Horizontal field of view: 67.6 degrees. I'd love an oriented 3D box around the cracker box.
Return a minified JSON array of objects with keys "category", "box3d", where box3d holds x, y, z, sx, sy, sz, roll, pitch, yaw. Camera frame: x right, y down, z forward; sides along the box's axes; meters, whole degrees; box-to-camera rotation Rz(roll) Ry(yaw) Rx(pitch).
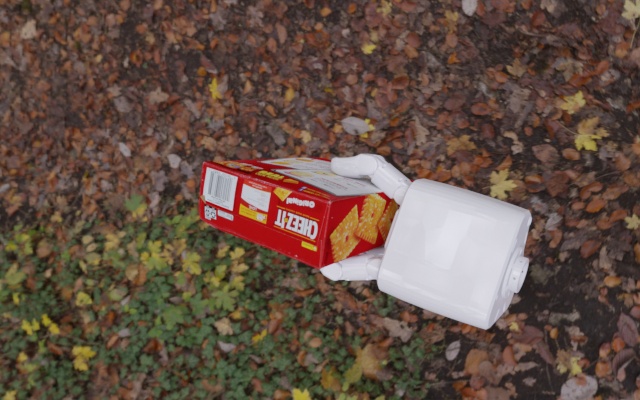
[{"category":"cracker box","box3d":[0.000,0.002,0.533,0.164,0.072,0.213,17,15,32]}]
